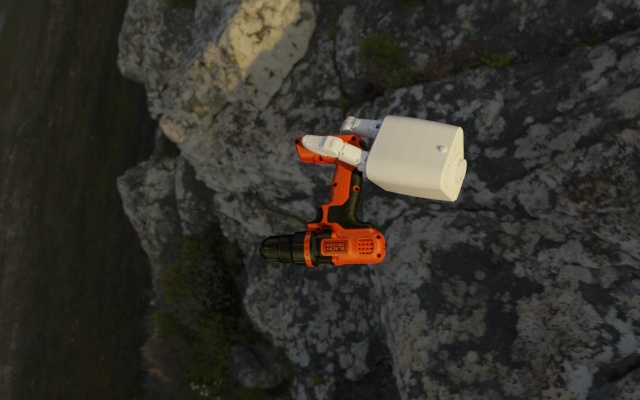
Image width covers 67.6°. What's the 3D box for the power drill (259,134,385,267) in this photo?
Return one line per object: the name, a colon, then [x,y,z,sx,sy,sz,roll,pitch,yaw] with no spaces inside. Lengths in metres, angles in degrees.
power drill: [0.000,0.002,0.697,0.184,0.187,0.057,-2,-7,11]
